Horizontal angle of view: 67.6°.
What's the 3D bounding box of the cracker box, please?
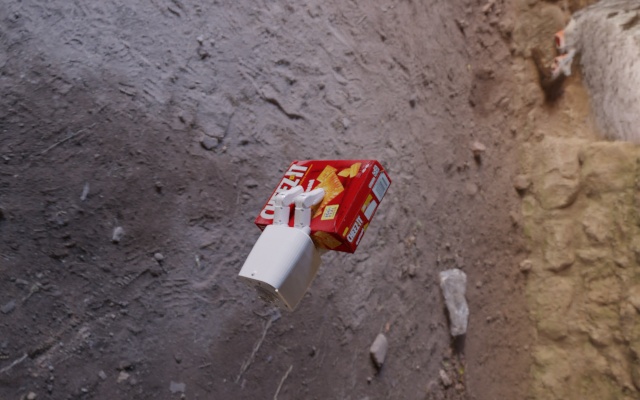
[{"bbox_3d":[0.000,0.003,0.879,0.213,0.164,0.072,4,-36,43],"label":"cracker box"}]
